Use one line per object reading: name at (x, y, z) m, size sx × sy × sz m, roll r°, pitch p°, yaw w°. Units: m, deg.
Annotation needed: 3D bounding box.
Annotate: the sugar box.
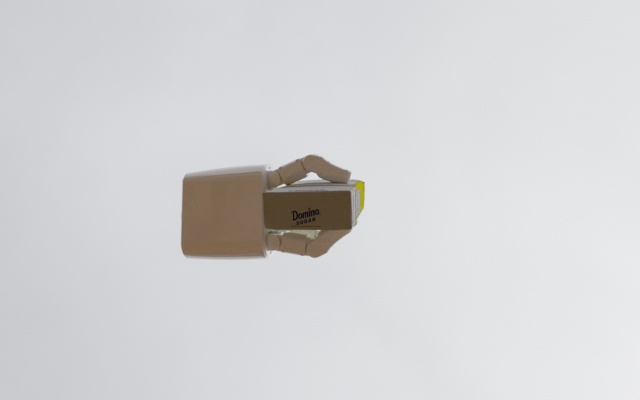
sugar box at (0.000, 0.002, 0.559) m, size 0.093 × 0.048 × 0.176 m, roll -1°, pitch 8°, yaw 10°
